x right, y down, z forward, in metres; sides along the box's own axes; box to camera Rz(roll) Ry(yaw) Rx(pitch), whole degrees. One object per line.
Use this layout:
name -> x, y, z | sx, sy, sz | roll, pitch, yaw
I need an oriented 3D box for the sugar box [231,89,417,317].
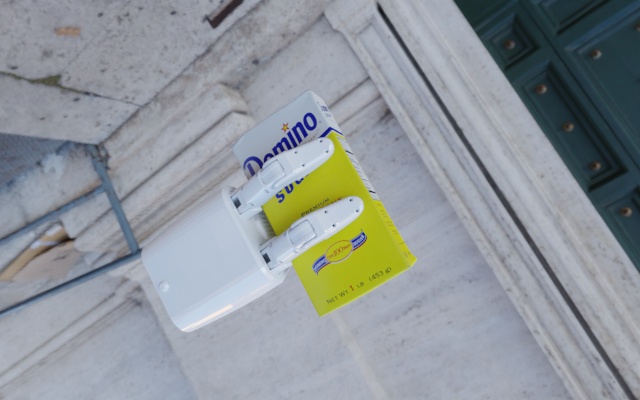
sugar box -> 0.000, 0.002, 0.423 | 0.093, 0.176, 0.048 | -33, -9, 15
